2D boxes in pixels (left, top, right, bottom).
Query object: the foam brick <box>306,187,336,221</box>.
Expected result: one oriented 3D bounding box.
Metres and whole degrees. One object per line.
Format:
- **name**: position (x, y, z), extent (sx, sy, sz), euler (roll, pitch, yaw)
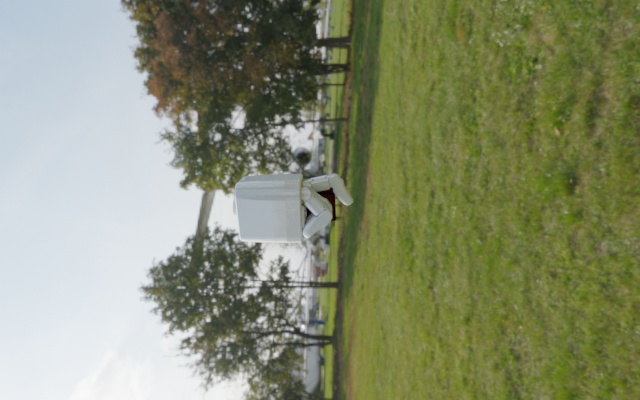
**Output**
- **foam brick**: position (0.000, 0.003, 0.854), extent (0.051, 0.053, 0.078), euler (-3, 13, 1)
